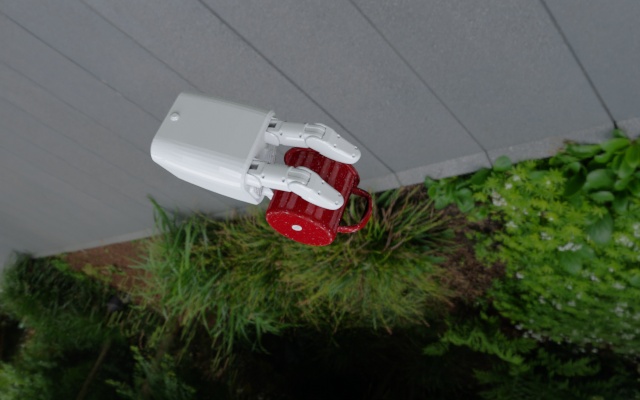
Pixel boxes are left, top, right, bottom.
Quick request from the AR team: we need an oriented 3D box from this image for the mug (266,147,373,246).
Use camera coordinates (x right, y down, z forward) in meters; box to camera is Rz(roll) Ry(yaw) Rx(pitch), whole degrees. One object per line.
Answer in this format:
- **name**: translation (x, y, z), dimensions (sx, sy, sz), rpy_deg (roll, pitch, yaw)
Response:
- **mug**: translation (0.001, 0.002, 0.536), dimensions (0.117, 0.081, 0.093), rpy_deg (16, -25, 9)
